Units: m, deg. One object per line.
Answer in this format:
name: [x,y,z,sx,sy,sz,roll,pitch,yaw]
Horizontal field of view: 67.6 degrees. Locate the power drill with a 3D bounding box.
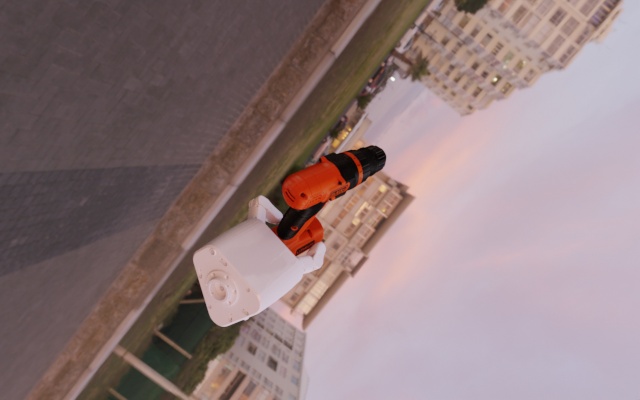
power drill: [0.000,0.003,0.696,0.184,0.057,0.188,-23,-25,-39]
